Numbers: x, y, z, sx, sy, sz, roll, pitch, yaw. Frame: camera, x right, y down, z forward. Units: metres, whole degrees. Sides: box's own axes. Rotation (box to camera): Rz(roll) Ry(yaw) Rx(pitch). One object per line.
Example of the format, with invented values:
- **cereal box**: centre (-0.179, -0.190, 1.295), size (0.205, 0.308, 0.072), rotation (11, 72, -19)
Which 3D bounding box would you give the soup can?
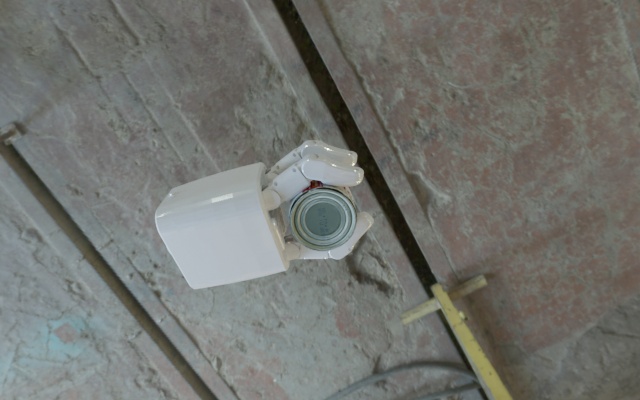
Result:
- **soup can**: centre (0.001, 0.002, 0.503), size (0.068, 0.068, 0.102), rotation (0, 21, -3)
